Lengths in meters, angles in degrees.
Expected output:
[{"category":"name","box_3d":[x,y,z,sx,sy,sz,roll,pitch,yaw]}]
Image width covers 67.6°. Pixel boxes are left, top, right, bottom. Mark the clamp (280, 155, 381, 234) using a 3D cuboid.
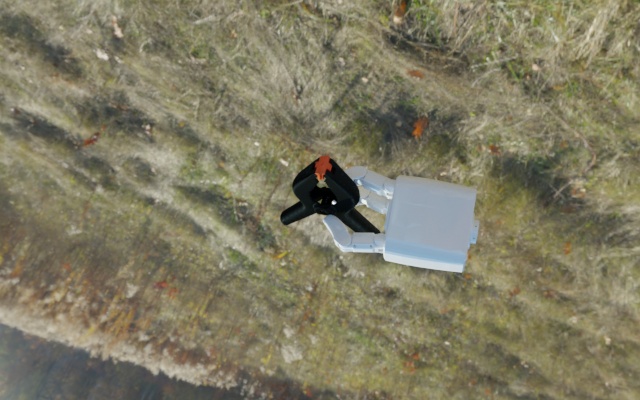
[{"category":"clamp","box_3d":[0.000,0.003,0.689,0.164,0.036,0.210,8,-27,16]}]
